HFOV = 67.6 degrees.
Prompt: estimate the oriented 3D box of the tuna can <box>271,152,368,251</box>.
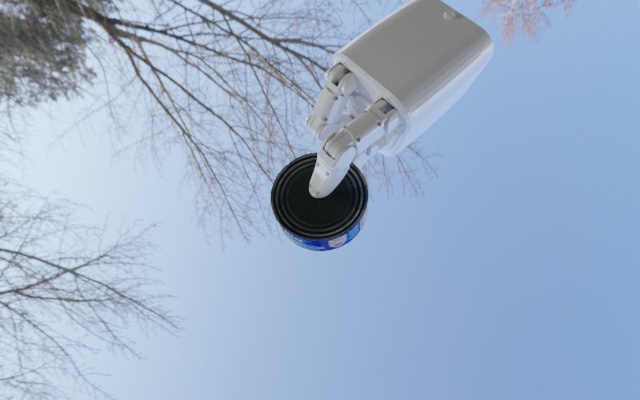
[{"bbox_3d":[0.000,0.002,0.430,0.086,0.086,0.034,0,-25,5],"label":"tuna can"}]
